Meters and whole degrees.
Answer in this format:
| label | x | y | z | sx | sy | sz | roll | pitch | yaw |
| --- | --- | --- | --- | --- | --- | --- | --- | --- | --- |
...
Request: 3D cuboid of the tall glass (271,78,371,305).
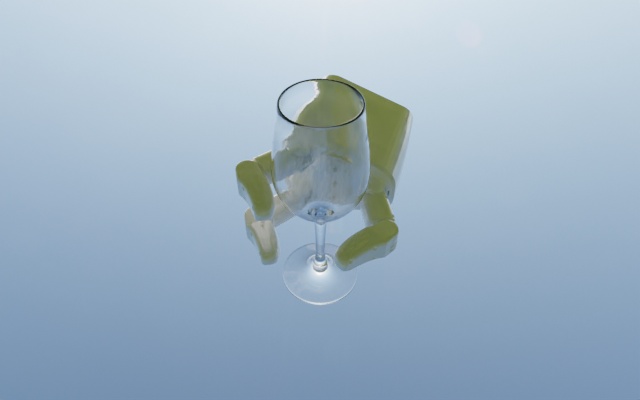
| label | x | y | z | sx | sy | sz | roll | pitch | yaw |
| --- | --- | --- | --- | --- | --- | --- | --- | --- | --- |
| tall glass | 0.000 | 0.002 | 0.401 | 0.079 | 0.079 | 0.201 | 0 | -44 | 0 |
